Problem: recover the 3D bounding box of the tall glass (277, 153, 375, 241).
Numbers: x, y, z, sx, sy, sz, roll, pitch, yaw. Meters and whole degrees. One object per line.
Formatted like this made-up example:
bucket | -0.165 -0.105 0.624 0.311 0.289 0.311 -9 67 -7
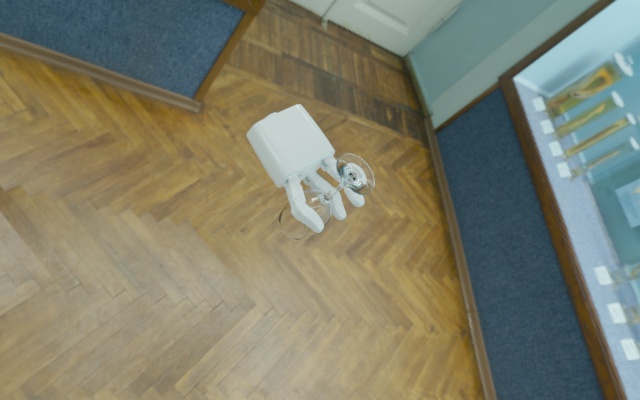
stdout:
tall glass | 0.001 0.002 0.809 0.079 0.079 0.201 0 -27 -38
